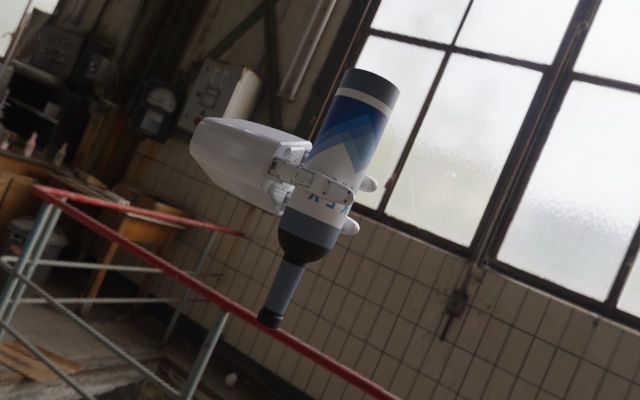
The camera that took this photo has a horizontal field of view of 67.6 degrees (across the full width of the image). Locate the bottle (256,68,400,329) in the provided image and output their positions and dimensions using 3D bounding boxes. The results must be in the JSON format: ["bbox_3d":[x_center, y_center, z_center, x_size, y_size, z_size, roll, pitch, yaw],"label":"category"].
[{"bbox_3d":[0.000,0.002,0.533,0.069,0.295,0.069,24,-1,1],"label":"bottle"}]
